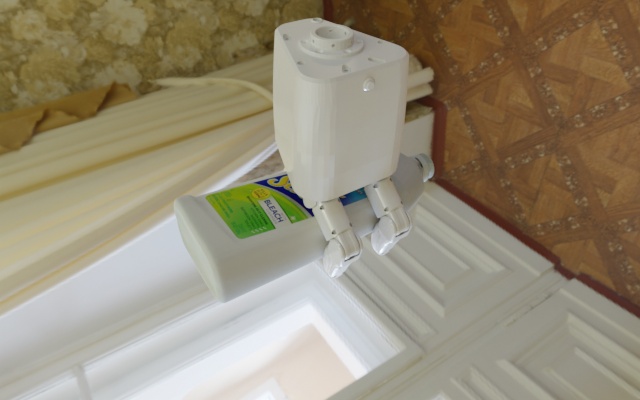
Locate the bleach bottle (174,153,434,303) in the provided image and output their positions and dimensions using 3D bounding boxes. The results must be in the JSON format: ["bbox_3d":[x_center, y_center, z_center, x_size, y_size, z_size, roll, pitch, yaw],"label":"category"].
[{"bbox_3d":[0.000,0.002,0.455,0.251,0.068,0.102,-22,47,-25],"label":"bleach bottle"}]
